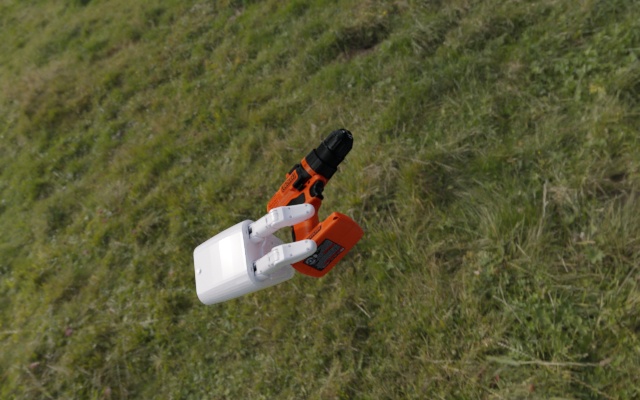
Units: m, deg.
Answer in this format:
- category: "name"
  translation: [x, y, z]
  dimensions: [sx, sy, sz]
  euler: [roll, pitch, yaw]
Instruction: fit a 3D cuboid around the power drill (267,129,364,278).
- category: "power drill"
  translation: [0.000, 0.003, 0.687]
  dimensions: [0.057, 0.184, 0.187]
  euler: [28, 24, -29]
